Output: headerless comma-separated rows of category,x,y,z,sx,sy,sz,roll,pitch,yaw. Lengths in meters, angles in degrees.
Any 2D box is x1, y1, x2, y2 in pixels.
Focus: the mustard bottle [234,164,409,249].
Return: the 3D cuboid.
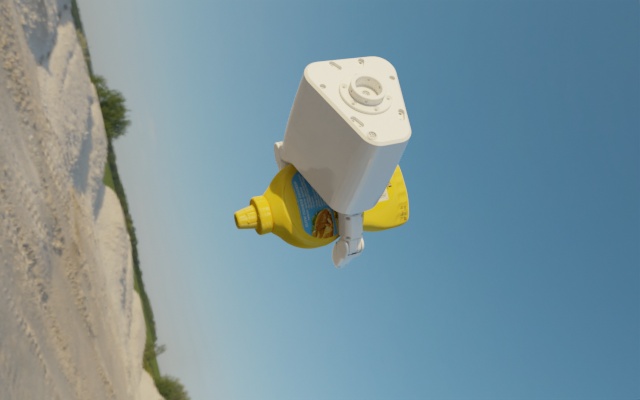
mustard bottle,0.000,0.002,0.527,0.191,0.096,0.058,-13,-5,-22
